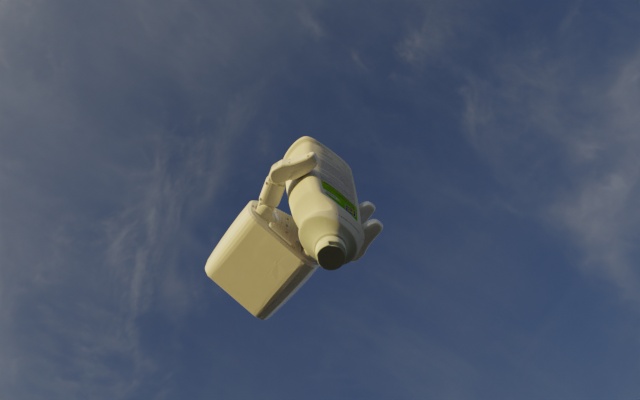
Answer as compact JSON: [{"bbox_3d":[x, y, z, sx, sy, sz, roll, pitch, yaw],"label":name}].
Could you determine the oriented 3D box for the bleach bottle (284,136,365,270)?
[{"bbox_3d":[0.000,0.002,0.577,0.102,0.068,0.250,34,18,-15],"label":"bleach bottle"}]
